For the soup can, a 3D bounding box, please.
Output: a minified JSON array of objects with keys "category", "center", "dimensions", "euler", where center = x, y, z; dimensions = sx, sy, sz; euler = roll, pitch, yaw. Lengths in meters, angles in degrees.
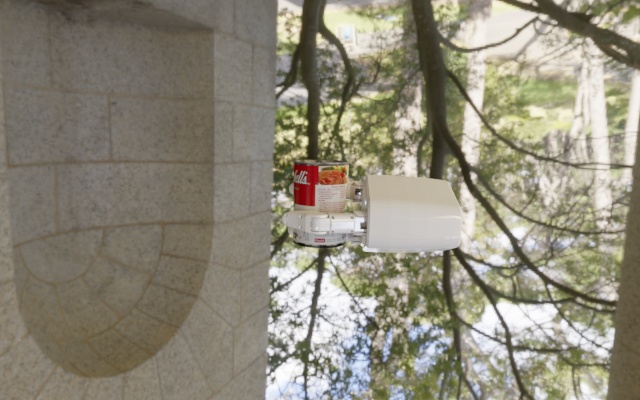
[{"category":"soup can","center":[0.000,0.002,0.589],"dimensions":[0.068,0.102,0.068],"euler":[1,8,0]}]
